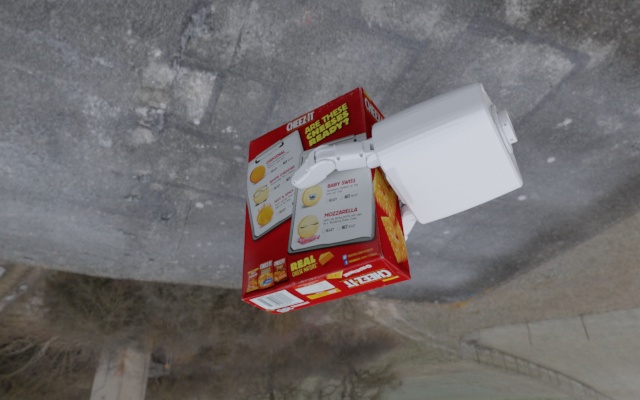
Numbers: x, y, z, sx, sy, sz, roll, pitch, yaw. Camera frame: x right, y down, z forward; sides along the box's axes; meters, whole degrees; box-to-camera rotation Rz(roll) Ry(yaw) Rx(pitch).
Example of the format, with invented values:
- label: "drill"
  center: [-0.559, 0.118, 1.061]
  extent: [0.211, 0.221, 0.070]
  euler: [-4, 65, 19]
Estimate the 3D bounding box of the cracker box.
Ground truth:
- label: "cracker box"
  center: [0.000, 0.002, 0.528]
  extent: [0.164, 0.213, 0.072]
  euler: [-21, -38, 26]
